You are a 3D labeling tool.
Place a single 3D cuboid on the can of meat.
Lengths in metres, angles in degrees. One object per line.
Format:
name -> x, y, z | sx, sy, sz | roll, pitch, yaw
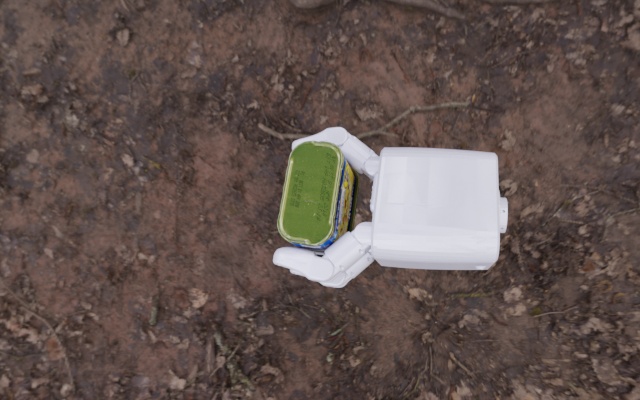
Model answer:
can of meat -> 0.000, 0.001, 0.463 | 0.057, 0.102, 0.084 | 5, -13, 14
